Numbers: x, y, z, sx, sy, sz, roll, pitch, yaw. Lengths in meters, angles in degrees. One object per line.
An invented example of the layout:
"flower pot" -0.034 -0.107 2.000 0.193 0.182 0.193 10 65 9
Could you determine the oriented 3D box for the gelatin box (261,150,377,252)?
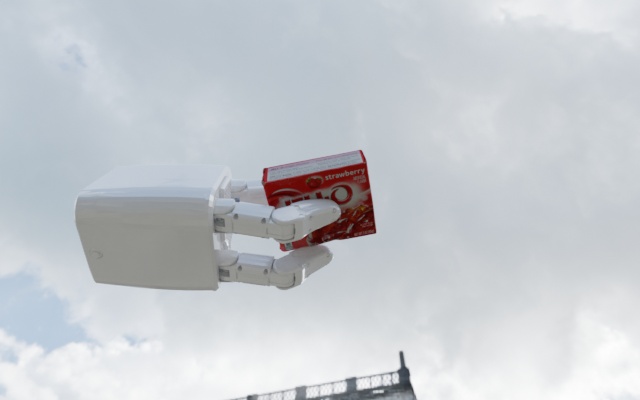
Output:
"gelatin box" 0.000 0.001 0.415 0.089 0.073 0.030 -11 32 1
